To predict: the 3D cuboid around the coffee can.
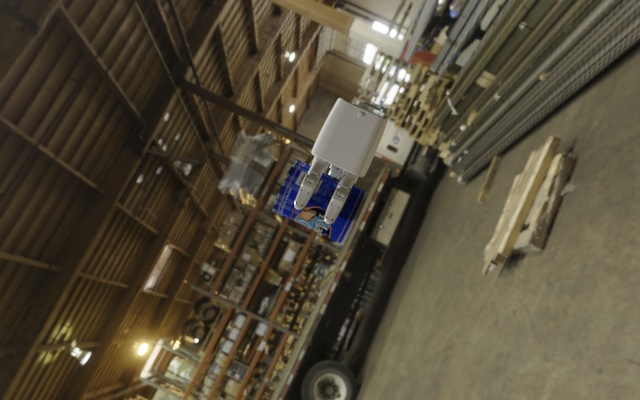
[{"bbox_3d":[0.000,0.003,0.844,0.140,0.103,0.103,25,1,2],"label":"coffee can"}]
